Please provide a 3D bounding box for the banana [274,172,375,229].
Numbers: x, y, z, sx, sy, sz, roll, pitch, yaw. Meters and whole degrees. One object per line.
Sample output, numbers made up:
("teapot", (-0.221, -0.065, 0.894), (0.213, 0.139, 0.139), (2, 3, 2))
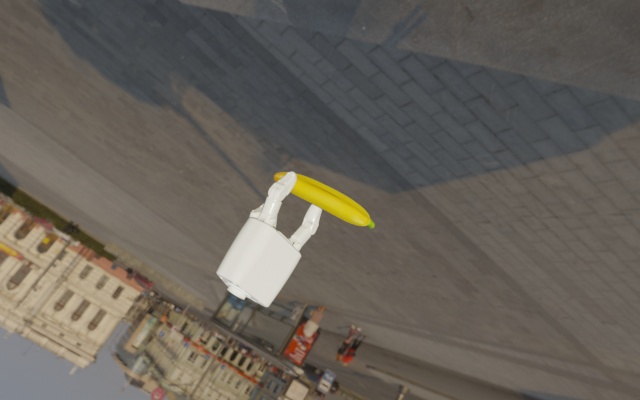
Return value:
("banana", (0.005, -0.002, 0.813), (0.198, 0.037, 0.070), (29, -19, 4))
